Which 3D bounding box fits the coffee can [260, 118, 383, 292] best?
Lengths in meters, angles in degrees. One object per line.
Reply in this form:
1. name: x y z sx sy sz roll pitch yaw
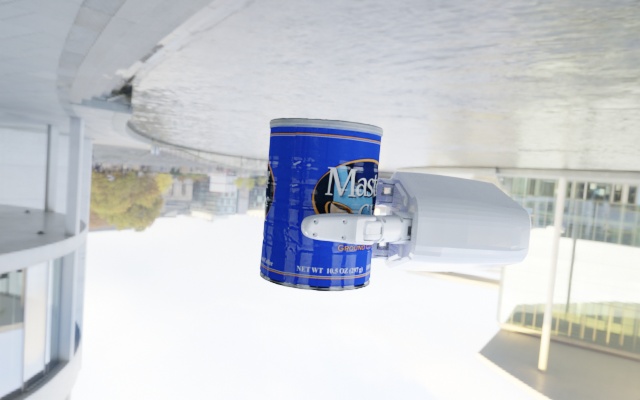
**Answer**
1. coffee can: 0.000 0.001 0.435 0.103 0.140 0.103 4 3 0
